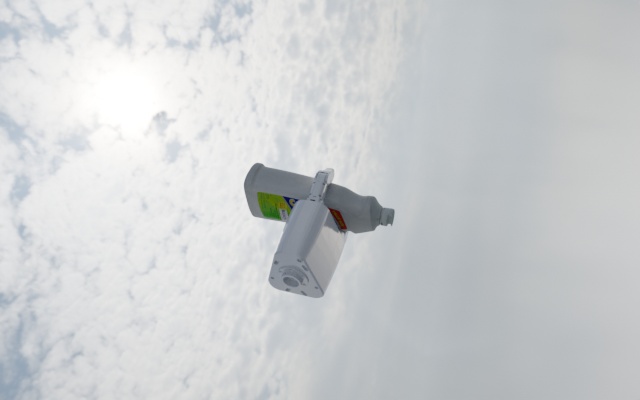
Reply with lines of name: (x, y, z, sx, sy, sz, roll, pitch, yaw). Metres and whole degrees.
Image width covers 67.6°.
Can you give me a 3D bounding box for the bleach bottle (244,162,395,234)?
bleach bottle: (0.000, 0.003, 0.815, 0.251, 0.068, 0.103, 10, -42, 15)
